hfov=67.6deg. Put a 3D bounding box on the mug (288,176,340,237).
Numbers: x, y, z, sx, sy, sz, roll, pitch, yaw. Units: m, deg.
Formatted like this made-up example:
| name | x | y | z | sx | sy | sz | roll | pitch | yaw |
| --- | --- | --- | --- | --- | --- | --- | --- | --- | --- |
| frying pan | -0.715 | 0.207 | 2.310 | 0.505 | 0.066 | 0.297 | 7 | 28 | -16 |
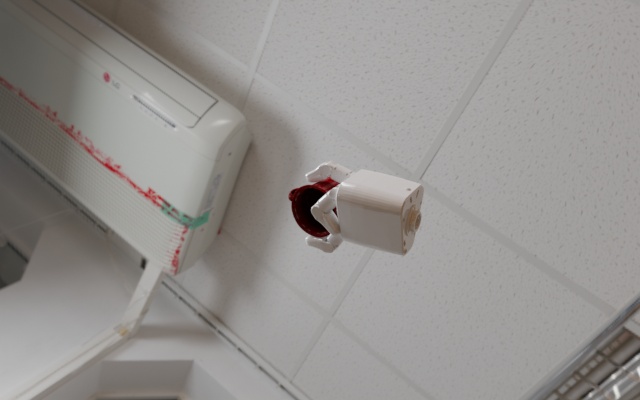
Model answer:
| name | x | y | z | sx | sy | sz | roll | pitch | yaw |
| --- | --- | --- | --- | --- | --- | --- | --- | --- | --- |
| mug | -0.001 | 0.002 | 0.830 | 0.117 | 0.093 | 0.081 | 17 | 27 | 27 |
